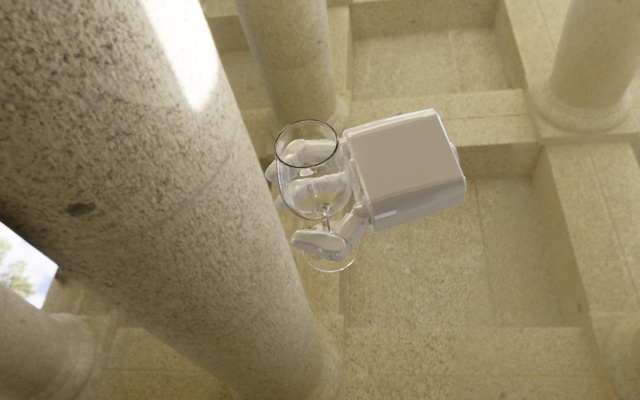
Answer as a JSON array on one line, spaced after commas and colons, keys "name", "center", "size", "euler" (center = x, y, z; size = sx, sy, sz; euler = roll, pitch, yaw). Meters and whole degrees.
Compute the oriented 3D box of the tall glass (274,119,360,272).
[{"name": "tall glass", "center": [0.000, 0.002, 0.529], "size": [0.079, 0.079, 0.201], "euler": [0, -34, 10]}]
